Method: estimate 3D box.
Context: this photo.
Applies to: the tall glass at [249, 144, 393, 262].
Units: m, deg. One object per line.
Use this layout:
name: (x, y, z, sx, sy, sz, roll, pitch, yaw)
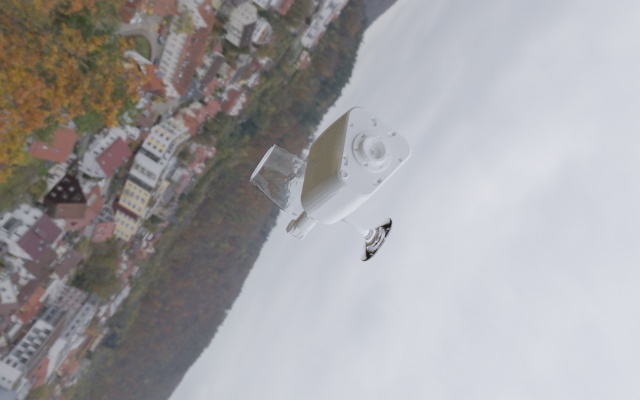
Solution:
tall glass: (0.001, 0.003, 0.672, 0.201, 0.079, 0.079, 34, -7, -11)
